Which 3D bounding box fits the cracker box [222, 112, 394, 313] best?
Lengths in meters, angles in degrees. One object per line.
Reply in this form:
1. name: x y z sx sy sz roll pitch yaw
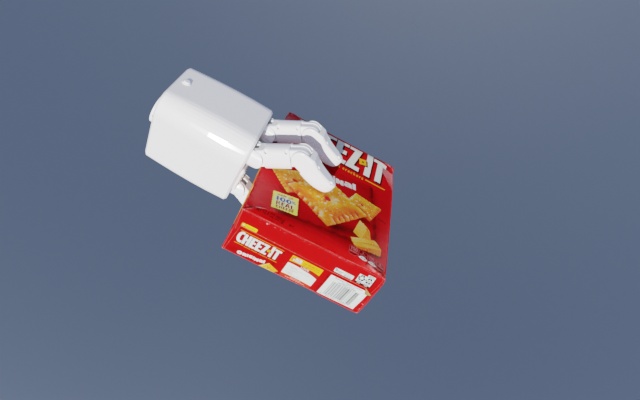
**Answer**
1. cracker box: 0.000 0.002 0.561 0.164 0.072 0.213 28 37 -9
